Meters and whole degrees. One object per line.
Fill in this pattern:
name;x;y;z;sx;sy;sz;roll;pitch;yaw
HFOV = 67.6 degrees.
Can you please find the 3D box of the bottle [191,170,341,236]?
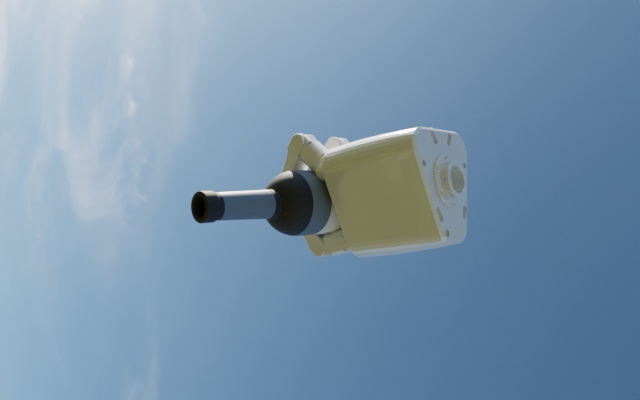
bottle;0.000;0.002;0.507;0.069;0.069;0.296;0;2;44
